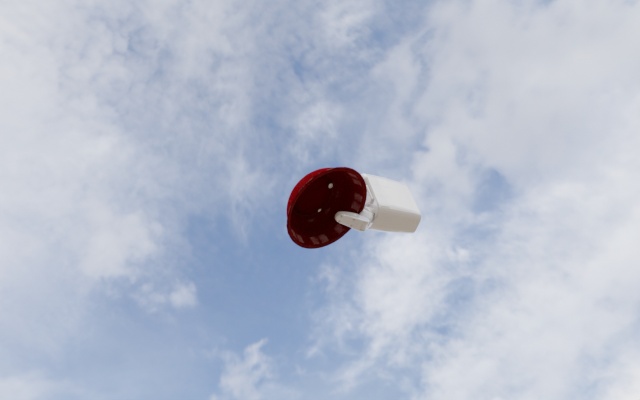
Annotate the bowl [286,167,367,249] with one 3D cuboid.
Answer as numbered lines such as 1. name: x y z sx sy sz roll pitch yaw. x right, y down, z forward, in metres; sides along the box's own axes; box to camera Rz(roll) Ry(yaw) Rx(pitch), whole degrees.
1. bowl: -0.001 0.002 0.824 0.162 0.162 0.055 0 30 -39
